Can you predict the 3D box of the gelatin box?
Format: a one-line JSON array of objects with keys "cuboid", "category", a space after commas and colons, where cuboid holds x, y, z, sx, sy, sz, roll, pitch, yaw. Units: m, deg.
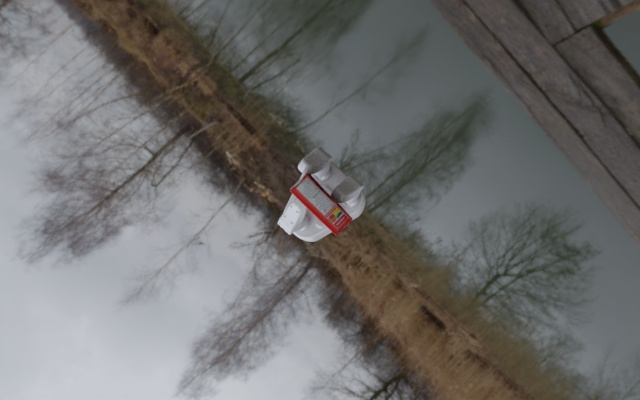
[{"cuboid": [0.000, 0.002, 0.568, 0.073, 0.030, 0.089, 45, 1, -3], "category": "gelatin box"}]
